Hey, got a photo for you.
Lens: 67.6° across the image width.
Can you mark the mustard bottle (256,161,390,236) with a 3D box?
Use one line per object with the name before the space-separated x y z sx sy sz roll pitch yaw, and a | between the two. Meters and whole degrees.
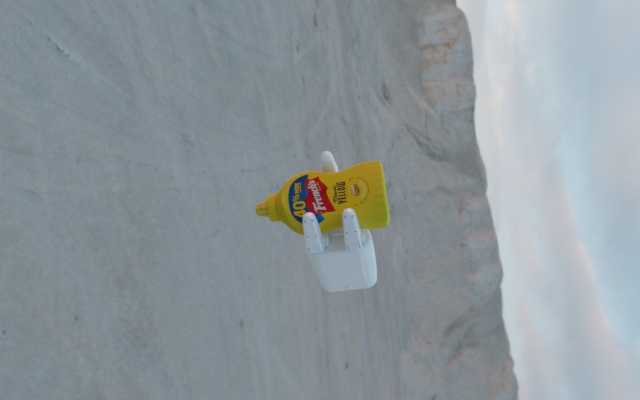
mustard bottle | 0.000 0.002 0.693 0.191 0.096 0.058 -8 -22 8
